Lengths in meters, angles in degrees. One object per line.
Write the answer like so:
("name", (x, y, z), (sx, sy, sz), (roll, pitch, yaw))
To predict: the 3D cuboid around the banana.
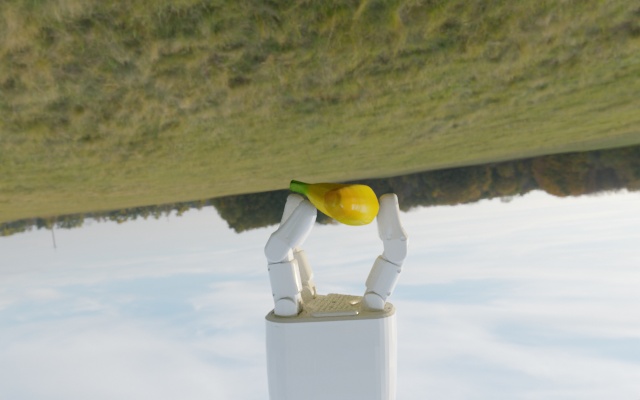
("banana", (0.018, 0.003, 0.436), (0.069, 0.037, 0.198), (4, 2, -12))
